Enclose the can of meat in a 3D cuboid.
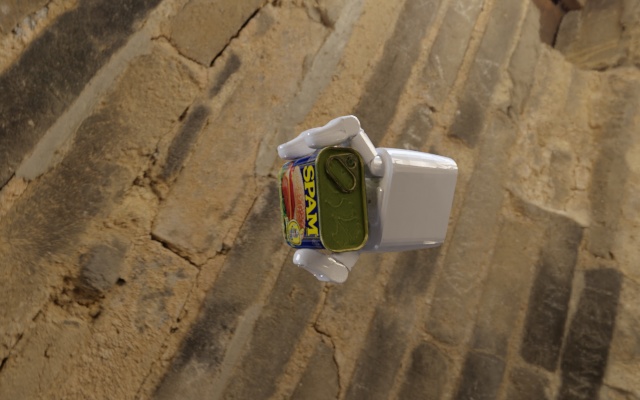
[{"bbox_3d":[0.000,0.002,0.493,0.057,0.102,0.084,-3,-3,-33],"label":"can of meat"}]
